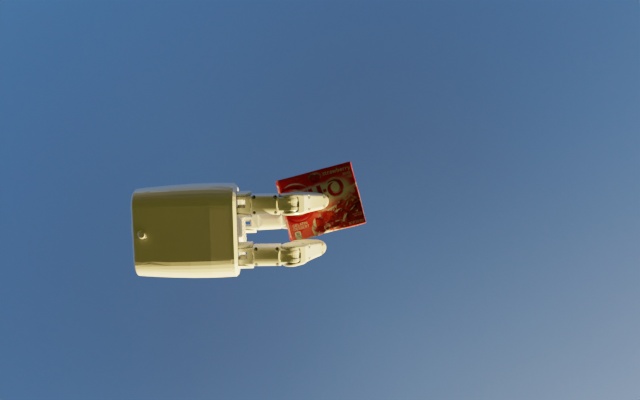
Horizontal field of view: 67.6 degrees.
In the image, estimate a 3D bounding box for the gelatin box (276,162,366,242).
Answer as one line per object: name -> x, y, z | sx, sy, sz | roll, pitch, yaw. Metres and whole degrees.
gelatin box -> 0.000, 0.002, 0.549 | 0.089, 0.073, 0.030 | -14, -1, -7
